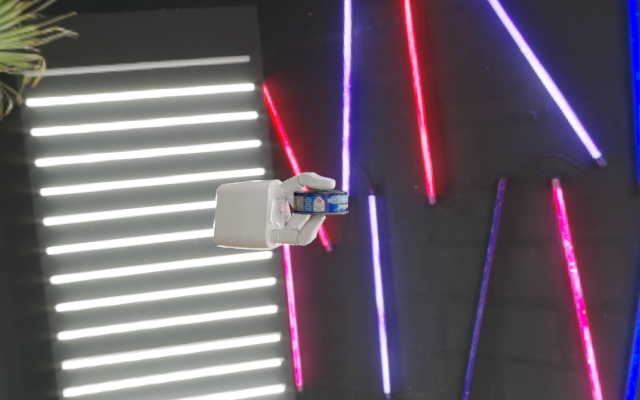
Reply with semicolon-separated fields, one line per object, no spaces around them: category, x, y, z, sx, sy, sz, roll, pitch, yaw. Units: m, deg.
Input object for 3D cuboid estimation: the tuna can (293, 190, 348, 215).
tuna can;0.000;0.002;0.737;0.086;0.034;0.086;0;4;0
